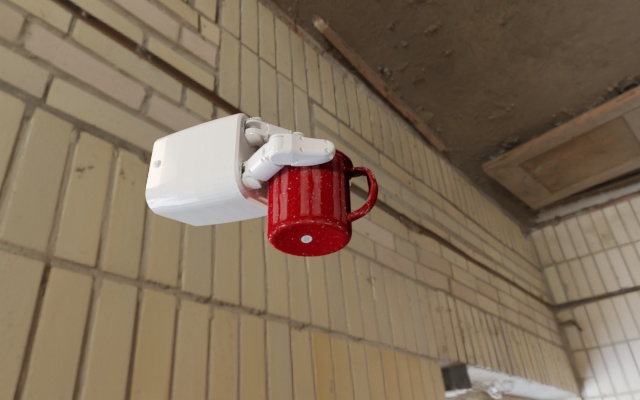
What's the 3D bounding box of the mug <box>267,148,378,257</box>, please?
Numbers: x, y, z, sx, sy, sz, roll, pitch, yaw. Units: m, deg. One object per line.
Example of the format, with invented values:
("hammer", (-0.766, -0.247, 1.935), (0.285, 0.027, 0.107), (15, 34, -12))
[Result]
("mug", (0.001, 0.001, 0.468), (0.117, 0.081, 0.093), (-12, -32, 17))
